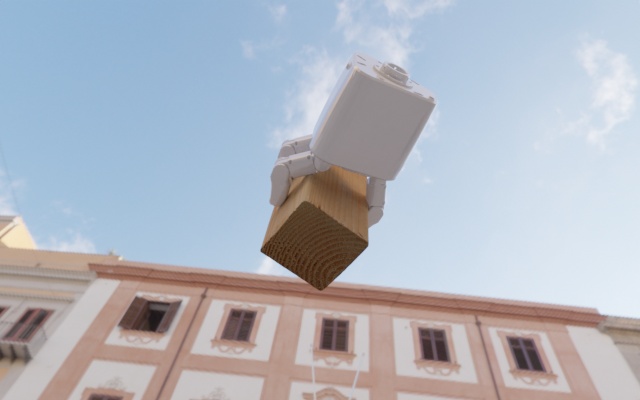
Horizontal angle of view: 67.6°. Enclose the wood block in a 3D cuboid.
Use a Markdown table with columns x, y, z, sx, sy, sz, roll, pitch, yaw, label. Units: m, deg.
| x | y | z | sx | sy | sz | roll | pitch | yaw | label |
| --- | --- | --- | --- | --- | --- | --- | --- | --- | --- |
| 0.001 | 0.002 | 0.609 | 0.091 | 0.090 | 0.206 | 35 | 27 | -14 | wood block |
